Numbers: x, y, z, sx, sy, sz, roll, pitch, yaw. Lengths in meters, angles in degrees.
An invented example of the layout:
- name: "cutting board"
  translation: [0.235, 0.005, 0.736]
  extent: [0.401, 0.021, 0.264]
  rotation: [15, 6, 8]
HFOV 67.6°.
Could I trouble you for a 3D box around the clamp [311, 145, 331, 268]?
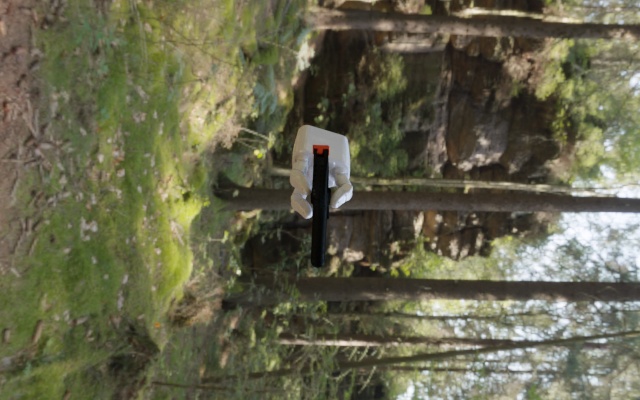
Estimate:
- name: "clamp"
  translation: [0.001, 0.002, 0.849]
  extent: [0.036, 0.210, 0.164]
  rotation: [2, 39, 3]
